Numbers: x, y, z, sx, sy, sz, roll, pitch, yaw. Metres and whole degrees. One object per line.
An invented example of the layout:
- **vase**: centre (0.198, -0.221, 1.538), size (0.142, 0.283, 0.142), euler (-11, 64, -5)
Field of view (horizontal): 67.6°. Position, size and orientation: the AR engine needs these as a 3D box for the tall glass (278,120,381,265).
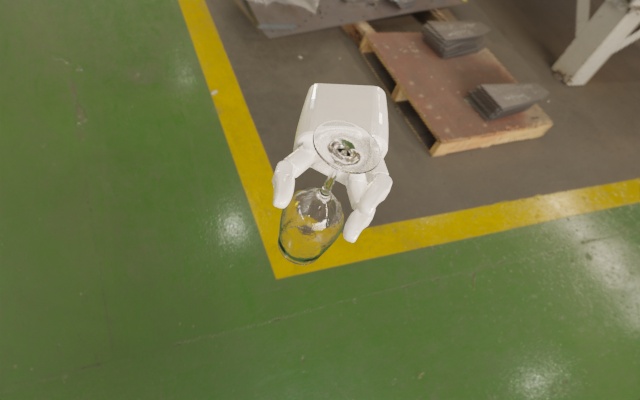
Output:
- **tall glass**: centre (0.000, 0.002, 0.567), size (0.079, 0.079, 0.201), euler (0, -36, -20)
